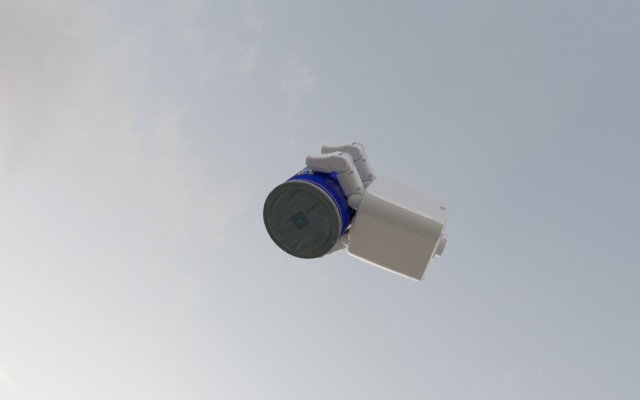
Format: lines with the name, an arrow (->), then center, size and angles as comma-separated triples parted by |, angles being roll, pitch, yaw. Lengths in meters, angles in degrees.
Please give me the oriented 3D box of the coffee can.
coffee can -> 0.000, 0.002, 0.641 | 0.103, 0.103, 0.140 | 0, 20, 23
